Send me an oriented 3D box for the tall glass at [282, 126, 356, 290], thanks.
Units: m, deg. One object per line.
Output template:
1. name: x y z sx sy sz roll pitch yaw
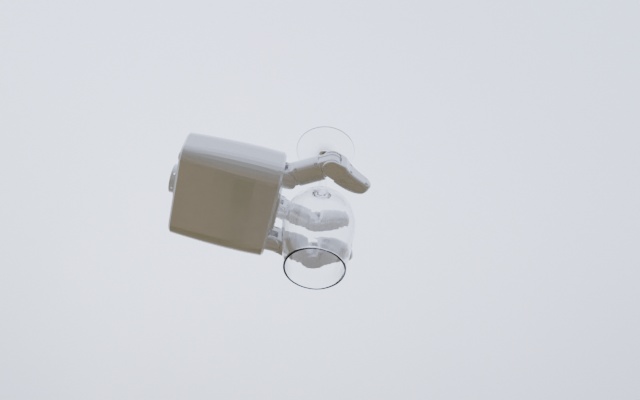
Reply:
1. tall glass: 0.000 0.001 0.535 0.079 0.079 0.200 0 41 4
